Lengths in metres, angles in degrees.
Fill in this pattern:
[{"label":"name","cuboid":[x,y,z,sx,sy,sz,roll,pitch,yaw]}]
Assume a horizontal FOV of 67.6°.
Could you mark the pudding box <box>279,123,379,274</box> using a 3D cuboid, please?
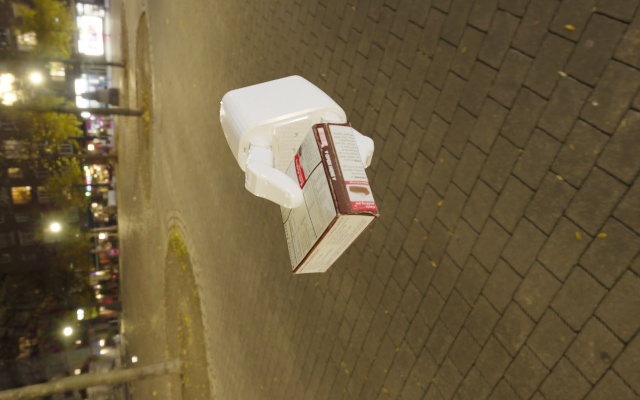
[{"label":"pudding box","cuboid":[0.000,0.001,0.412,0.039,0.090,0.113,-3,-29,-24]}]
